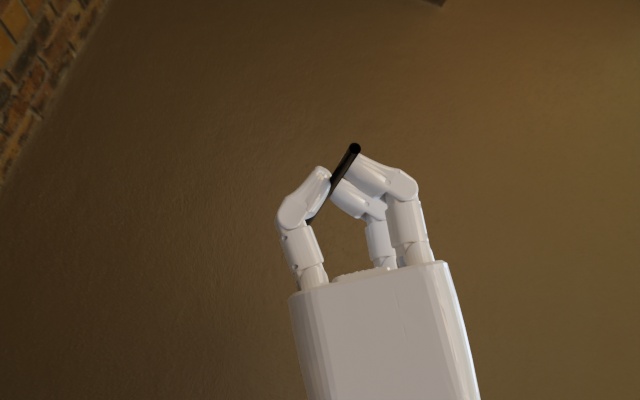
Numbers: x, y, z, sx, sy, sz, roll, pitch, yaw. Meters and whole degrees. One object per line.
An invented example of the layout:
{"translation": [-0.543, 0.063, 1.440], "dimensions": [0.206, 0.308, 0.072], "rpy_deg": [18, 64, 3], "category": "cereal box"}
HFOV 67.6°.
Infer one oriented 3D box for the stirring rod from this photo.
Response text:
{"translation": [0.000, 0.001, 0.419], "dimensions": [0.011, 0.011, 0.239], "rpy_deg": [0, -17, -11], "category": "stirring rod"}
